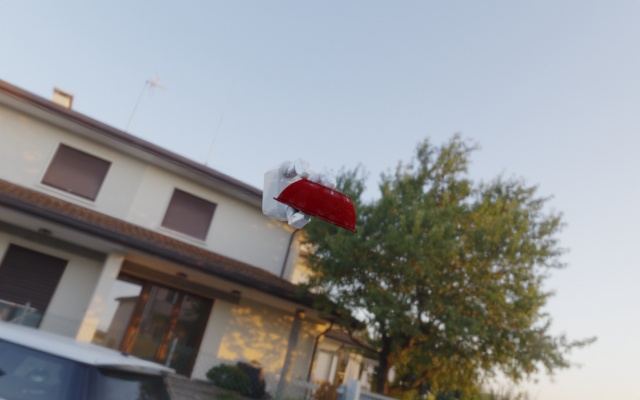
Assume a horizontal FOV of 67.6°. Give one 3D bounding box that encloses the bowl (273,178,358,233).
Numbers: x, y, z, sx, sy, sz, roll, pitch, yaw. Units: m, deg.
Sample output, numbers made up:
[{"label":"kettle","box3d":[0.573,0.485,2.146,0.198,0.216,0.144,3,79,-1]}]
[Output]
[{"label":"bowl","box3d":[0.001,0.003,0.845,0.162,0.055,0.162,22,-1,0]}]
